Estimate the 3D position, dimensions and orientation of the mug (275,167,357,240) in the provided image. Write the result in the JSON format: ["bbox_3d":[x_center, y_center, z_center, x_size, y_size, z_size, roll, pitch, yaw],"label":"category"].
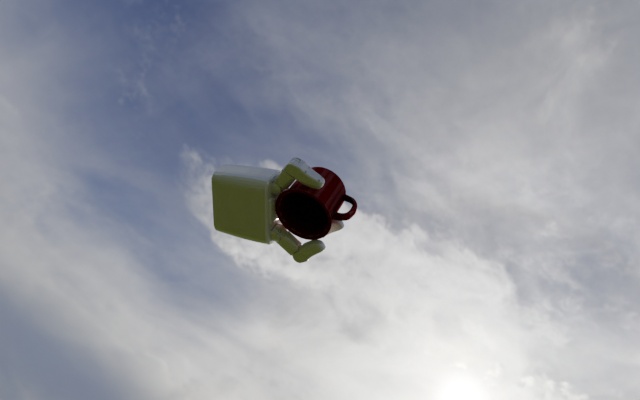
[{"bbox_3d":[0.002,0.002,0.736,0.117,0.093,0.081,10,38,22],"label":"mug"}]
